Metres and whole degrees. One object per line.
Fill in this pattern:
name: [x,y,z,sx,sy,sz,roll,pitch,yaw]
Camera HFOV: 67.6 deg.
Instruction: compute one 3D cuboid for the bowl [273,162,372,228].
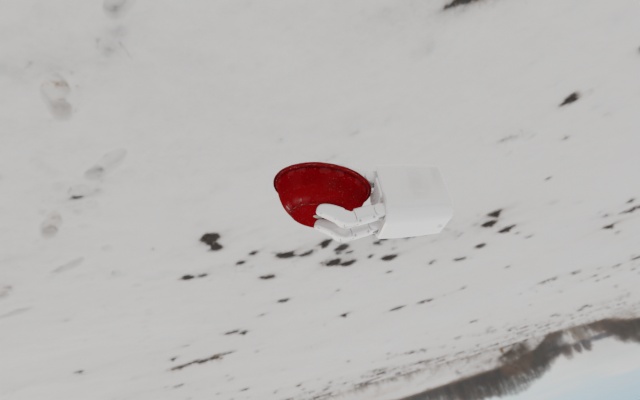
bowl: [-0.001,0.003,0.769,0.162,0.055,0.162,5,-27,3]
